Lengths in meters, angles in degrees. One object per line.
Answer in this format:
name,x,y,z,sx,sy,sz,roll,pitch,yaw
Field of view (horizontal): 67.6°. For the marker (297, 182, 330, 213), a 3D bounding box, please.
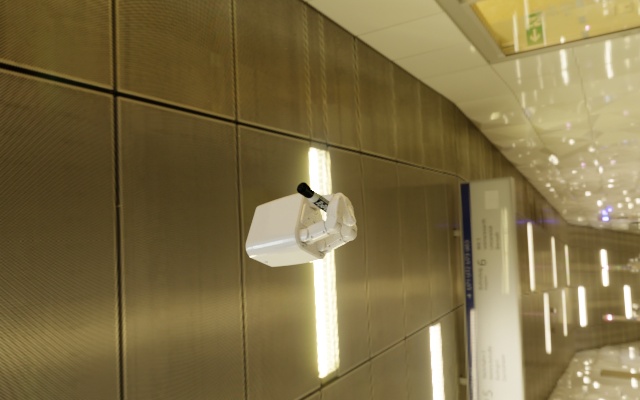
marker,0.000,0.002,0.750,0.020,0.020,0.121,0,-22,33
